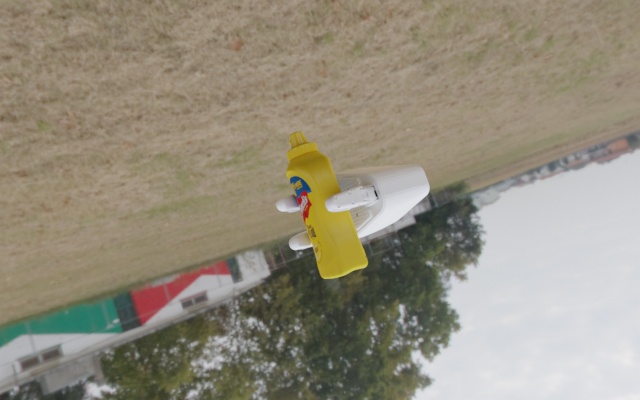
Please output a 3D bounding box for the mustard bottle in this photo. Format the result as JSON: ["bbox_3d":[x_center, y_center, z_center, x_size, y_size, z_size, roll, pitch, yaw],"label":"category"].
[{"bbox_3d":[0.000,0.002,0.615,0.058,0.191,0.096,-18,-5,-15],"label":"mustard bottle"}]
